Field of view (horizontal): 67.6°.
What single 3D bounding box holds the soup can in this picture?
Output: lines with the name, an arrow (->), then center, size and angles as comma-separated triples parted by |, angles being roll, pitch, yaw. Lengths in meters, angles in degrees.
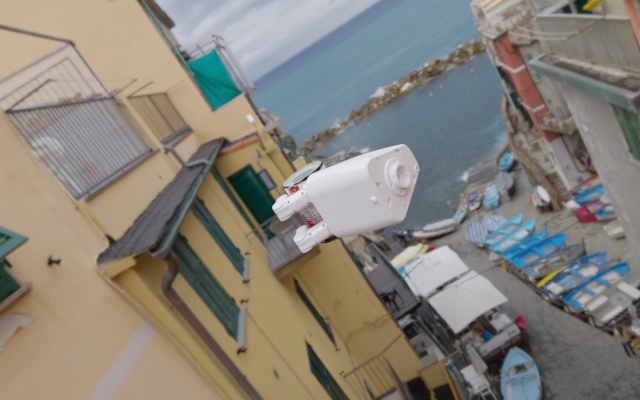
soup can -> 0.000, 0.002, 0.695 | 0.068, 0.102, 0.068 | -30, 16, 10
